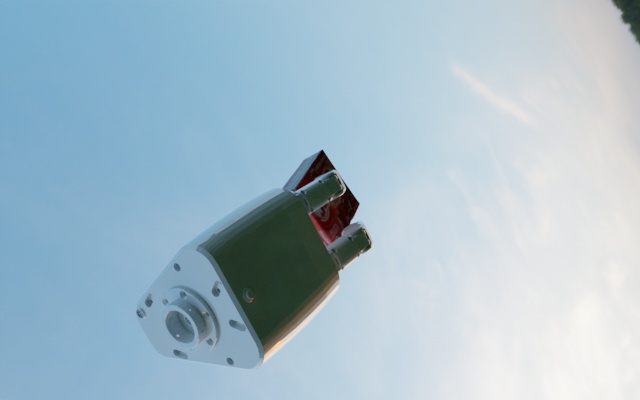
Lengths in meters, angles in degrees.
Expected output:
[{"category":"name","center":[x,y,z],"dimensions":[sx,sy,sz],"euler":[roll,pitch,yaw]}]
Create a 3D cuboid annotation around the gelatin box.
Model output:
[{"category":"gelatin box","center":[0.000,0.002,0.471],"dimensions":[0.030,0.073,0.089],"euler":[-26,19,30]}]
